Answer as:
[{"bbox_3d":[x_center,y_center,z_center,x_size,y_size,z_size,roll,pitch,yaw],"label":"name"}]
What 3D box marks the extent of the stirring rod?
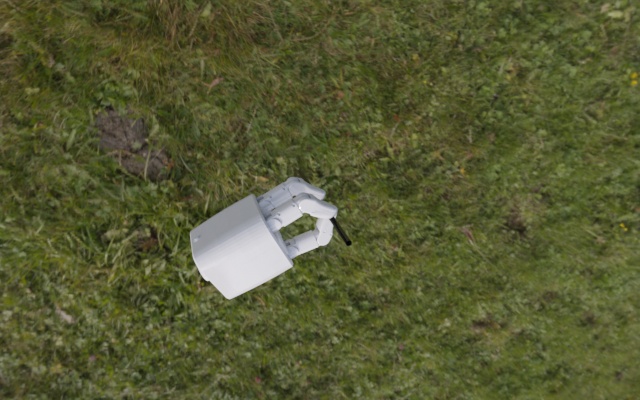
[{"bbox_3d":[0.000,0.002,0.698,0.011,0.011,0.239,0,25,-19],"label":"stirring rod"}]
